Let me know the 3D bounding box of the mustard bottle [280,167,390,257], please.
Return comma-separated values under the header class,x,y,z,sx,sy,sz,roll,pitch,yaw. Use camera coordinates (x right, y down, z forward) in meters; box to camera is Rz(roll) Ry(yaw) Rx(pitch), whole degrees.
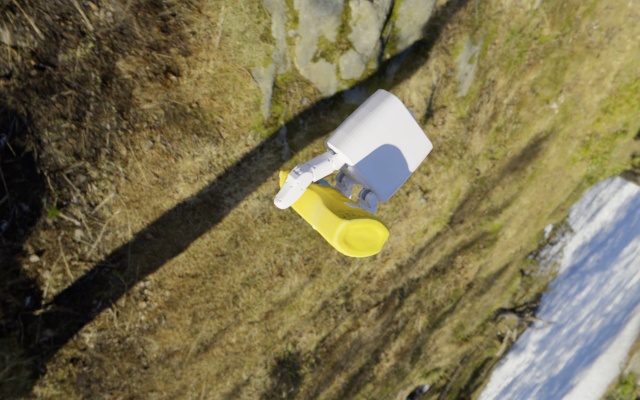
class,x,y,z,sx,sy,sz,roll,pitch,yaw
mustard bottle,0.000,0.003,0.645,0.096,0.058,0.191,13,19,-43
